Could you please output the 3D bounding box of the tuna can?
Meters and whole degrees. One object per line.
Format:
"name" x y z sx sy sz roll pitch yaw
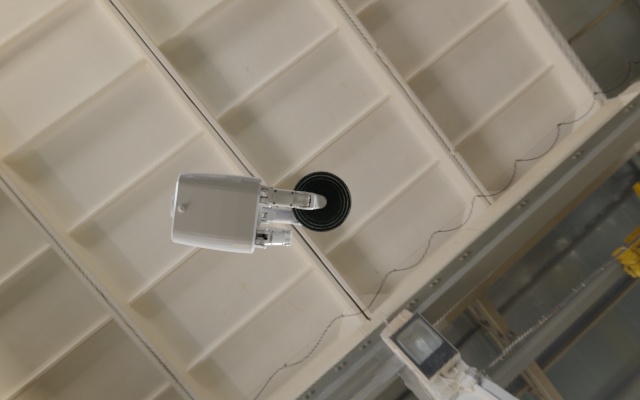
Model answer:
"tuna can" 0.000 0.002 0.685 0.086 0.086 0.034 0 -2 -4
